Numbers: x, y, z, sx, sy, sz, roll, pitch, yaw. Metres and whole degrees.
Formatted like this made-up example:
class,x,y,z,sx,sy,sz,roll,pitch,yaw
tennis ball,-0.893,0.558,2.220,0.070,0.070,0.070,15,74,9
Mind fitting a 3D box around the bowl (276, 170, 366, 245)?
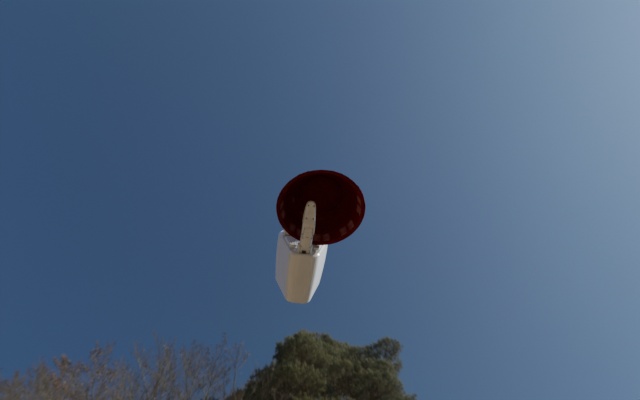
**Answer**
class,x,y,z,sx,sy,sz,roll,pitch,yaw
bowl,0.001,0.002,0.884,0.162,0.162,0.055,0,32,-1
